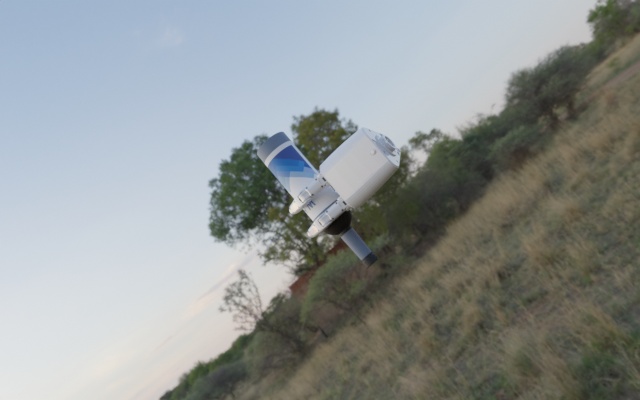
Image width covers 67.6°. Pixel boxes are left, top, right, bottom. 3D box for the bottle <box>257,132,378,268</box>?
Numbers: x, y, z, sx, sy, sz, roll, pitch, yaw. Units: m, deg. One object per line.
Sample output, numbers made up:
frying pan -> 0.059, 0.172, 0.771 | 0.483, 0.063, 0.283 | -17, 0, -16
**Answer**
bottle -> 0.000, 0.003, 0.883 | 0.069, 0.295, 0.069 | -40, -8, -7
